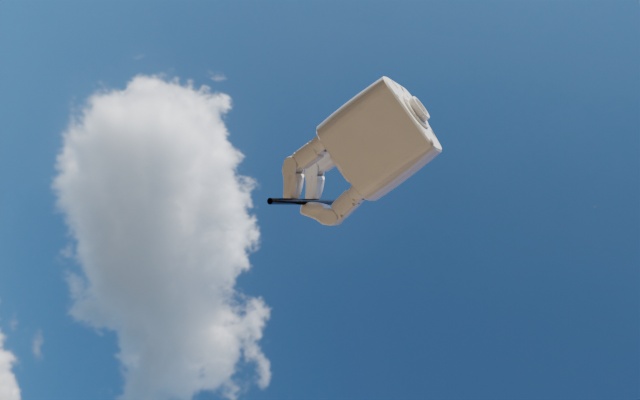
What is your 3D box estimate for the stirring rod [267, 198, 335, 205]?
[{"bbox_3d":[0.000,0.002,0.667,0.011,0.011,0.239,0,-1,30],"label":"stirring rod"}]
